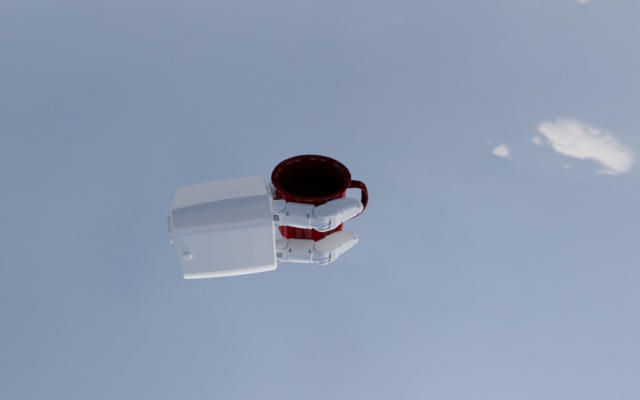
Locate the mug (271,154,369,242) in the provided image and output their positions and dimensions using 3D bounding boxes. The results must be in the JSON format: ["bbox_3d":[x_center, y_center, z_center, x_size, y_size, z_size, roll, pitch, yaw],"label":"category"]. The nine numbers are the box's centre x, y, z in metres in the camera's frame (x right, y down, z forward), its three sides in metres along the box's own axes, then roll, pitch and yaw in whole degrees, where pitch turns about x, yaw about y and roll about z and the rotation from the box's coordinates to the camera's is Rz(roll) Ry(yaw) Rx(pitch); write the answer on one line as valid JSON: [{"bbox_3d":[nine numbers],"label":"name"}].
[{"bbox_3d":[0.001,0.002,0.579,0.117,0.082,0.093,-5,38,-9],"label":"mug"}]
